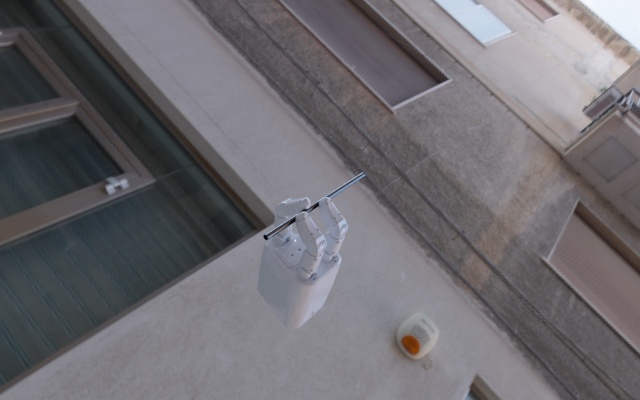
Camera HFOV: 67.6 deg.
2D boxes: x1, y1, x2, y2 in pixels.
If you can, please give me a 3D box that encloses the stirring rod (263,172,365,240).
[{"bbox_3d":[0.000,0.002,0.689,0.011,0.011,0.239,0,22,38],"label":"stirring rod"}]
